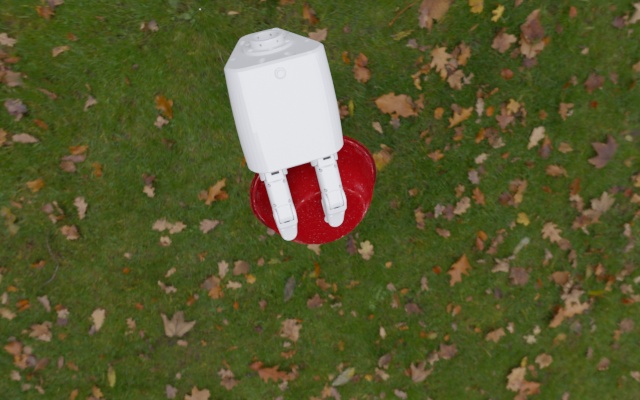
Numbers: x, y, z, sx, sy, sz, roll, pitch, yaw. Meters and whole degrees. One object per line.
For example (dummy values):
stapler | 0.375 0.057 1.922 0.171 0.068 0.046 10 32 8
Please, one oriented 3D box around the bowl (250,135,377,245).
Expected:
bowl | 0.001 0.003 0.569 0.162 0.162 0.055 0 42 -23
